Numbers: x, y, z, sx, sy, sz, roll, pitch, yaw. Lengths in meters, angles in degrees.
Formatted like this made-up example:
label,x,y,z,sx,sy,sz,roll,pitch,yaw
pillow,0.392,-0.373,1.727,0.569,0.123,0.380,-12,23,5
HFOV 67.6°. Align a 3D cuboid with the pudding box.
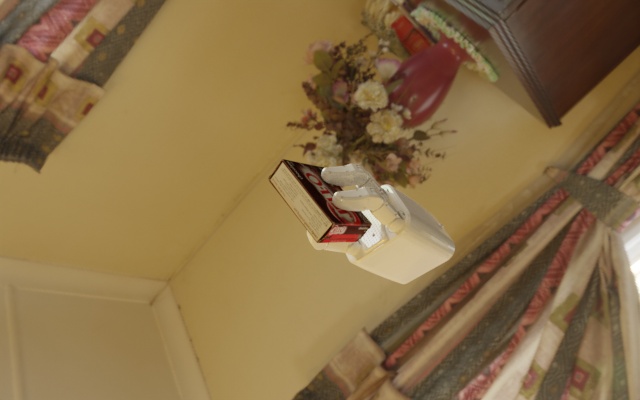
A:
label,x,y,z,sx,sy,sz,roll,pitch,yaw
pudding box,0.000,0.002,0.593,0.113,0.039,0.090,49,22,26
